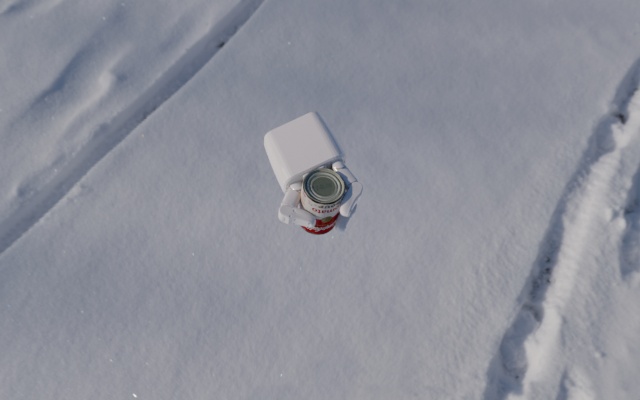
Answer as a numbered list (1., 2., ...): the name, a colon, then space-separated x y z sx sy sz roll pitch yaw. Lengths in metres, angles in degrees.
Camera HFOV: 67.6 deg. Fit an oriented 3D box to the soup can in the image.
1. soup can: 0.000 0.003 0.772 0.068 0.068 0.102 0 -31 -8
